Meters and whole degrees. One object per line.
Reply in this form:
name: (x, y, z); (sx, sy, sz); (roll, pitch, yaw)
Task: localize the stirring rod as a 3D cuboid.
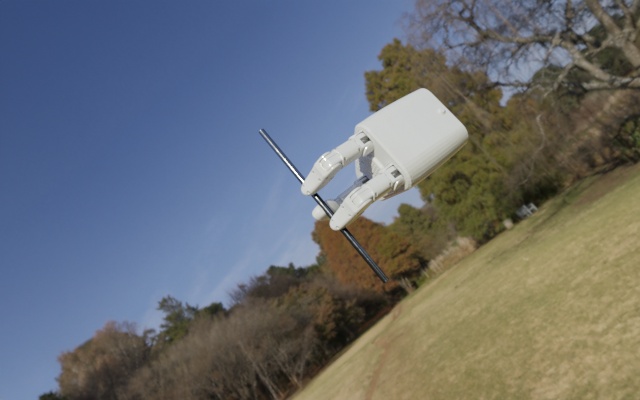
stirring rod: (0.000, 0.002, 0.568); (0.011, 0.239, 0.011); (-37, -15, -12)
